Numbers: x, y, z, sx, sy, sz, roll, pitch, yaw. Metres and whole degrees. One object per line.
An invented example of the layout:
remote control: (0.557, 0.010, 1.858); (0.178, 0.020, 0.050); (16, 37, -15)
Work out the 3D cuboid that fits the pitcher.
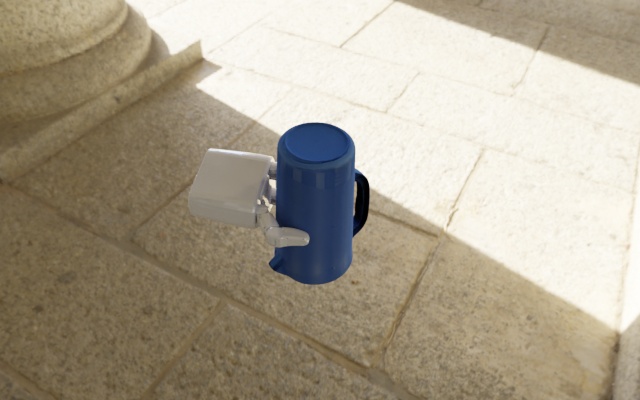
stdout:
pitcher: (0.000, 0.002, 0.734); (0.145, 0.243, 0.149); (10, 45, 8)
